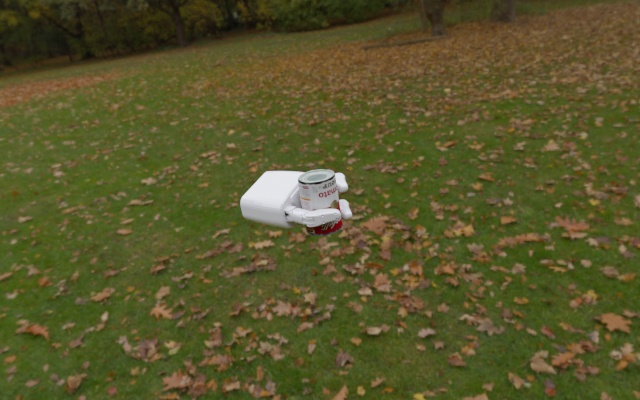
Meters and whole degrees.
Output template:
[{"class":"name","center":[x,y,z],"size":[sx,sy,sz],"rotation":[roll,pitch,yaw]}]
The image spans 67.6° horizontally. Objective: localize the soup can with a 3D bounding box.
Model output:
[{"class":"soup can","center":[0.000,0.003,0.849],"size":[0.068,0.102,0.068],"rotation":[-8,22,3]}]
